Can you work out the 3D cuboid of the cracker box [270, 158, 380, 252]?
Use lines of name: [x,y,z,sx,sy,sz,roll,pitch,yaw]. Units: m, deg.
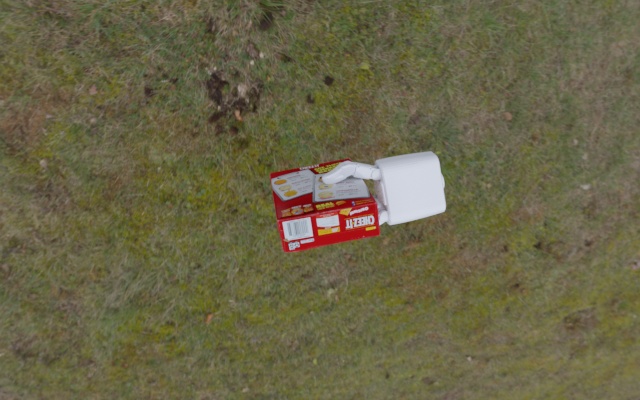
cracker box: [0.000,0.003,0.856,0.164,0.072,0.213,-11,25,-5]
